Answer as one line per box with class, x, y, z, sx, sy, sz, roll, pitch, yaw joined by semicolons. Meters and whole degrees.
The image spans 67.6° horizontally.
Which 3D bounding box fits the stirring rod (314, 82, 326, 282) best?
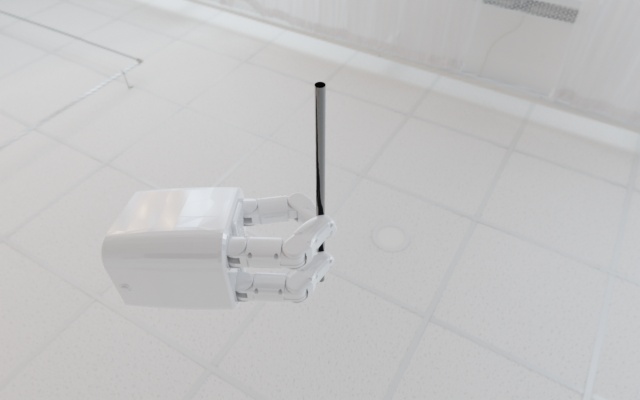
stirring rod;0.000;0.001;0.422;0.011;0.011;0.240;0;-43;0
